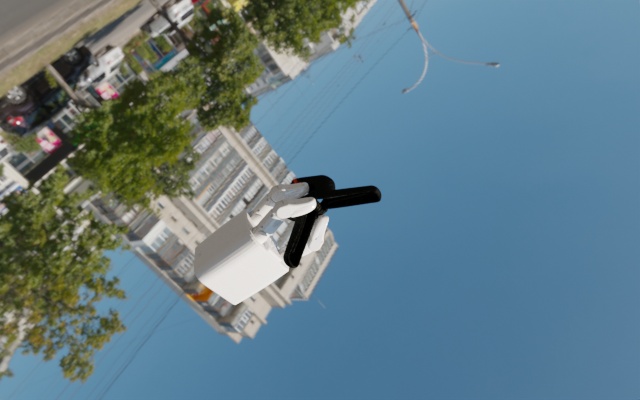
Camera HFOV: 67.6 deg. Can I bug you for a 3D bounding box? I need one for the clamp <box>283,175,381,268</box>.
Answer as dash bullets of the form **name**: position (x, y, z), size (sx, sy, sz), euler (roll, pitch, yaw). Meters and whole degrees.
- **clamp**: position (0.000, 0.003, 0.735), size (0.164, 0.036, 0.210), euler (-35, 27, 5)
